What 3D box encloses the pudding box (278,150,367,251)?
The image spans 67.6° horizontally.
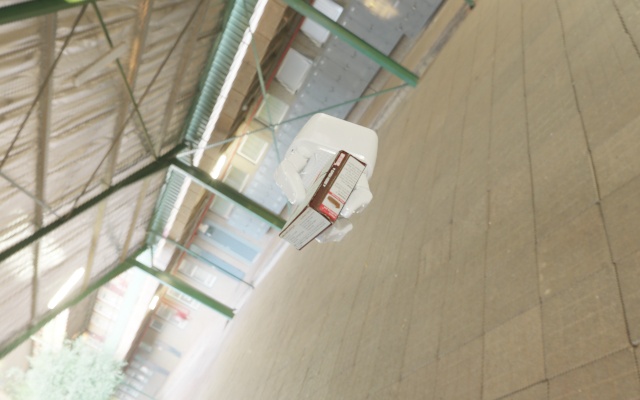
[{"bbox_3d":[0.000,0.002,0.565,0.039,0.090,0.113,33,-29,-5],"label":"pudding box"}]
